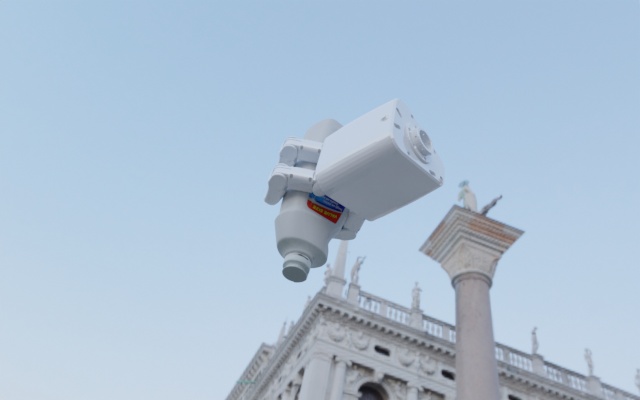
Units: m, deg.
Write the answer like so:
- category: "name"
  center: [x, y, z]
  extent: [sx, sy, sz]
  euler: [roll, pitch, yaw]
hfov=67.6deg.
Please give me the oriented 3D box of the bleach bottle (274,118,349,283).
- category: "bleach bottle"
  center: [0.000, 0.002, 0.613]
  extent: [0.068, 0.250, 0.103]
  euler: [-27, -59, 33]
